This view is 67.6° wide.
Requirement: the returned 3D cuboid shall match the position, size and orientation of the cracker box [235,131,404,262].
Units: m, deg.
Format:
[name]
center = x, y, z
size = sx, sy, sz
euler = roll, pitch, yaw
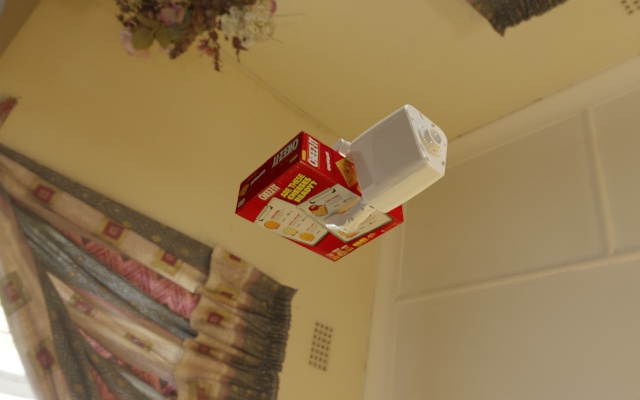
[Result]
[cracker box]
center = 0.000, 0.003, 0.760
size = 0.214, 0.072, 0.164
euler = 30, -47, -30
